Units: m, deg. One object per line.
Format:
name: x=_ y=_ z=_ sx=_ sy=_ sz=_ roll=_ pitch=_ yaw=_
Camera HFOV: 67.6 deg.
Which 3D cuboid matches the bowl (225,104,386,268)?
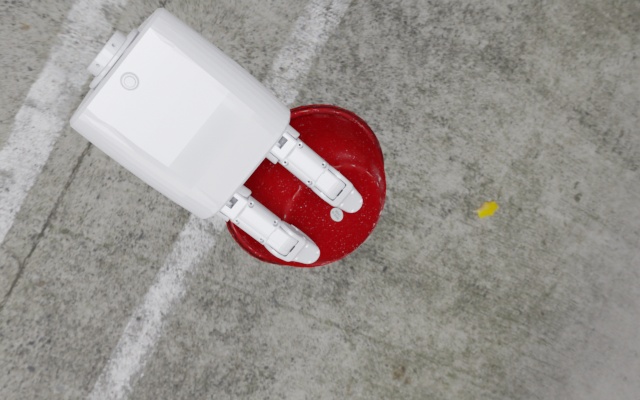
bowl: x=0.001 y=0.002 z=0.419 sx=0.162 sy=0.162 sz=0.055 roll=0 pitch=25 yaw=-29
